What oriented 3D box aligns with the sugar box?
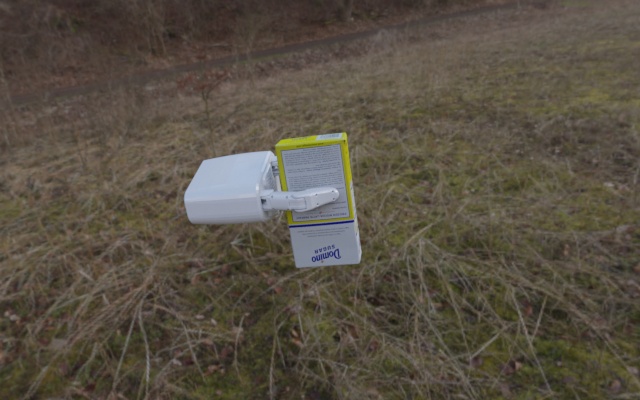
[{"bbox_3d":[0.000,0.002,0.650,0.093,0.176,0.048,-5,20,10],"label":"sugar box"}]
